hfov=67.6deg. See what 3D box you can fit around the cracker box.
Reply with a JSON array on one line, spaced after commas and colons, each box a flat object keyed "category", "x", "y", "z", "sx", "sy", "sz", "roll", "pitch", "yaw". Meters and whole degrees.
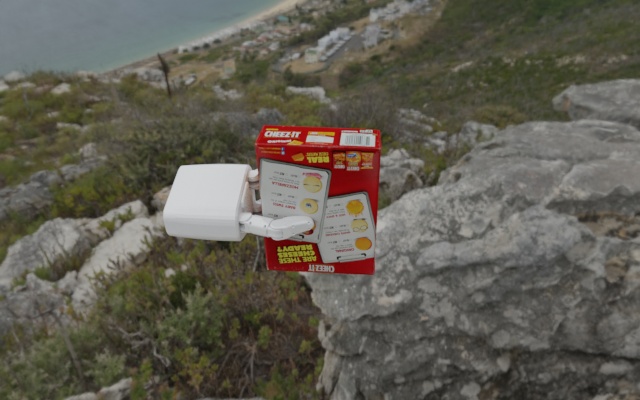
[{"category": "cracker box", "x": 0.000, "y": 0.002, "z": 0.685, "sx": 0.164, "sy": 0.214, "sz": 0.072, "roll": 2, "pitch": 34, "yaw": 5}]
